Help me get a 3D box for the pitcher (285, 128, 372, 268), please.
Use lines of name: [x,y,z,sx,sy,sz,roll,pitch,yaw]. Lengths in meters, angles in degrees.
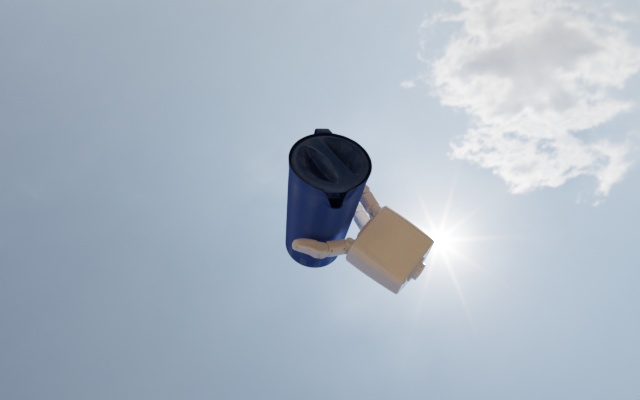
pitcher: [0.000,0.003,0.843,0.145,0.243,0.149,33,52,18]
